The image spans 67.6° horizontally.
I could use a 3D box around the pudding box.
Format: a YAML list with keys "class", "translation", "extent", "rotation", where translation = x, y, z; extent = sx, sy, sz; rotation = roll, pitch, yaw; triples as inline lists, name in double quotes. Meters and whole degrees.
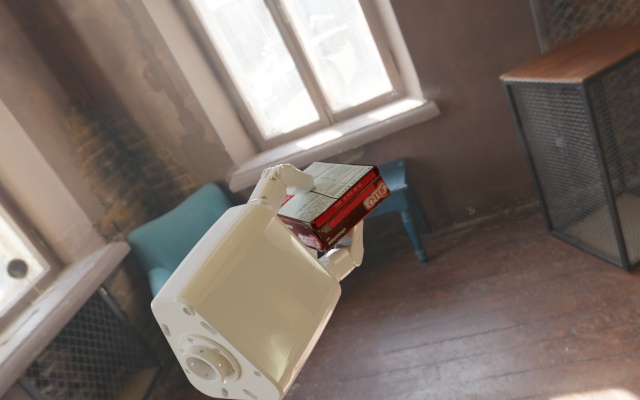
- class: "pudding box"
  translation: [0.000, 0.001, 0.473]
  extent: [0.090, 0.039, 0.113]
  rotation: [-40, 27, -22]
